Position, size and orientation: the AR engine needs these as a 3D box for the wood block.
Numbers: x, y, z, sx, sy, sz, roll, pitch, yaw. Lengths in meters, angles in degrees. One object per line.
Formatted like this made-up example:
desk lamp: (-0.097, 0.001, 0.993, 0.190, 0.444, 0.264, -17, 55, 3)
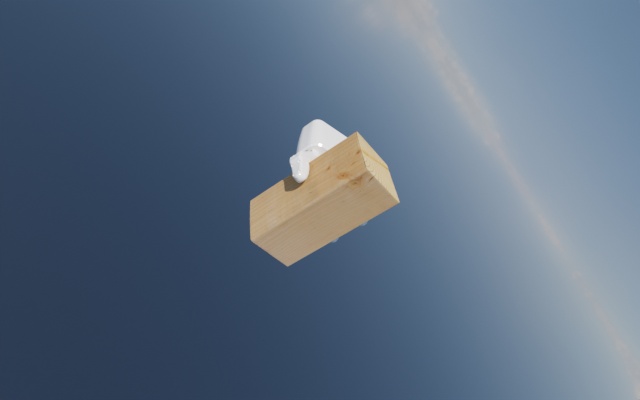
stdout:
wood block: (0.000, 0.002, 0.720, 0.206, 0.090, 0.091, -32, -50, 21)
